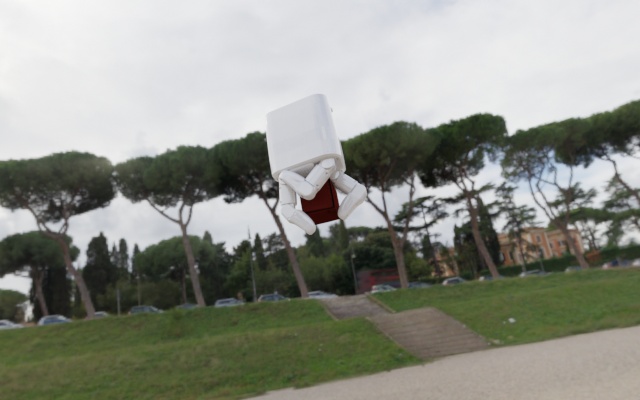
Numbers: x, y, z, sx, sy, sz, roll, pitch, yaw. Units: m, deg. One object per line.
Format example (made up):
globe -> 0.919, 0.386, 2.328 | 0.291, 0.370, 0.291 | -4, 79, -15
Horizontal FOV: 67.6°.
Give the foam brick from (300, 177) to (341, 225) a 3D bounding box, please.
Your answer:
foam brick -> 0.000, 0.003, 0.756 | 0.053, 0.051, 0.078 | -13, -17, 6
